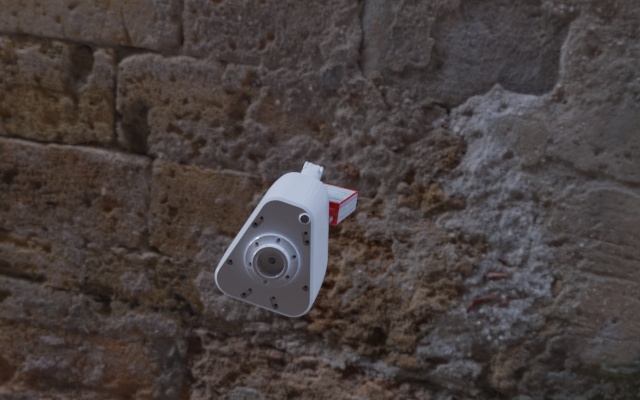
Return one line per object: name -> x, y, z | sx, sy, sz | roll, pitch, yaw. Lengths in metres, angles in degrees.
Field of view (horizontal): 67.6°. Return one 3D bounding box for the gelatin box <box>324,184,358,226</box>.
gelatin box -> 0.000, 0.001, 0.599 | 0.073, 0.030, 0.089 | 12, 16, 16
